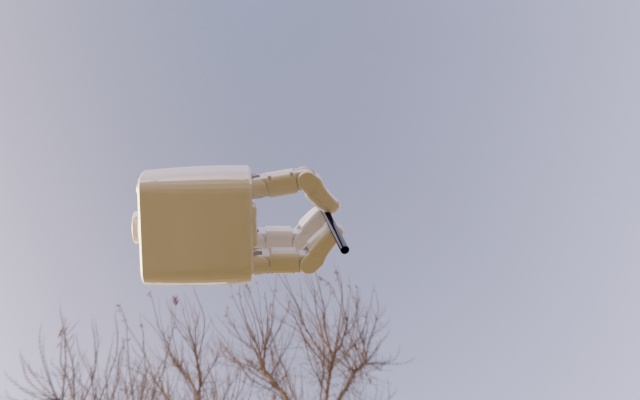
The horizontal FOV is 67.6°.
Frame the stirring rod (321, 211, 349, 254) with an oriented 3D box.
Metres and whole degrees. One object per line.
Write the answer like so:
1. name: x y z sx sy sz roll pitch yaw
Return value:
1. stirring rod: 0.000 0.002 0.532 0.011 0.011 0.239 0 21 -11
